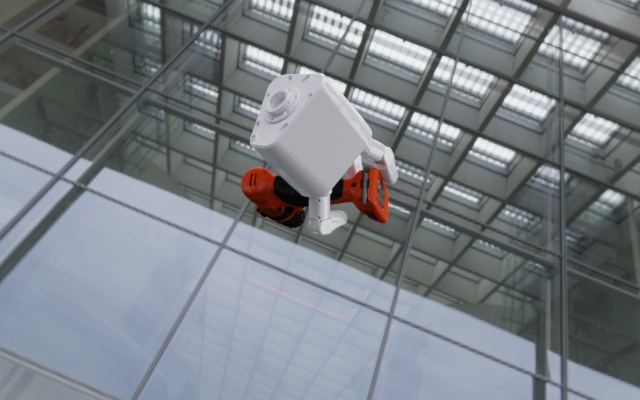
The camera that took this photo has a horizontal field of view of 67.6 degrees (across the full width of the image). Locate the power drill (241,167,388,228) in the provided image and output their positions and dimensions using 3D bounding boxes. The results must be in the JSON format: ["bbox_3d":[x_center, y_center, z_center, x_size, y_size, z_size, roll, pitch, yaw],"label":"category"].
[{"bbox_3d":[0.000,0.002,0.691,0.187,0.057,0.184,-2,-18,16],"label":"power drill"}]
